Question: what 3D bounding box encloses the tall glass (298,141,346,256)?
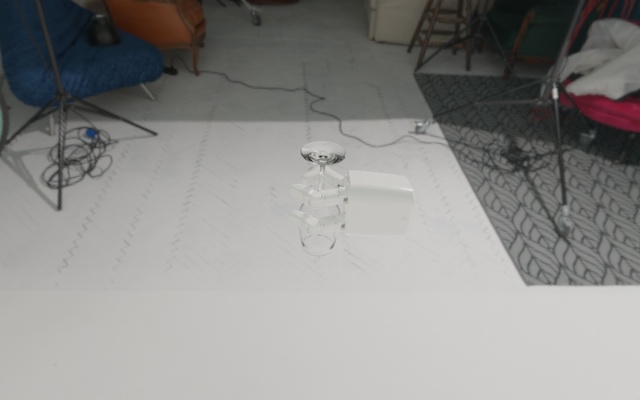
[{"bbox_3d":[0.000,0.002,0.827,0.079,0.201,0.079,3,36,-2],"label":"tall glass"}]
